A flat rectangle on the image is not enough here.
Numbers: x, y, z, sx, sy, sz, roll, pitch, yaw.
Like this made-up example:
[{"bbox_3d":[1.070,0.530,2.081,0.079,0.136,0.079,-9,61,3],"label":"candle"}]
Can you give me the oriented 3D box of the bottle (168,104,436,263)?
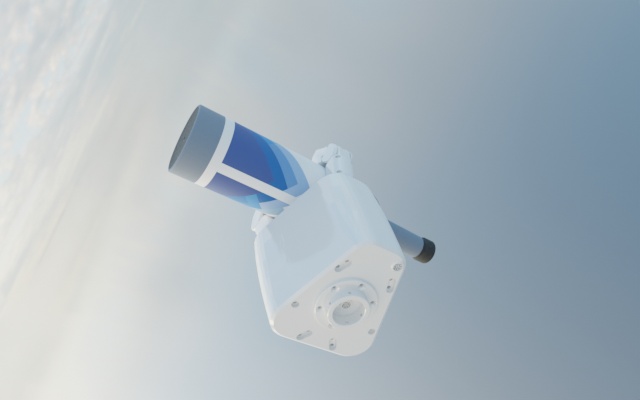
[{"bbox_3d":[0.000,0.001,0.484,0.296,0.069,0.069,25,-11,-24],"label":"bottle"}]
